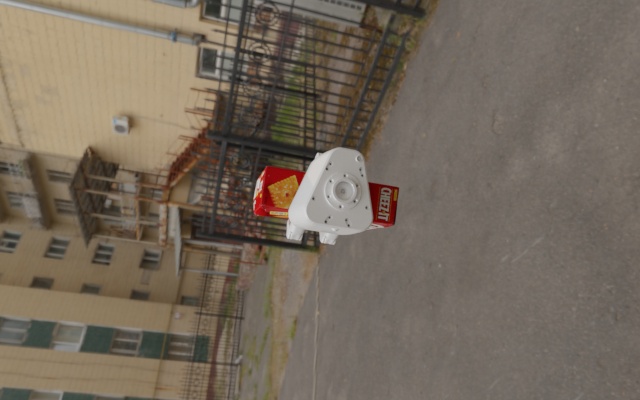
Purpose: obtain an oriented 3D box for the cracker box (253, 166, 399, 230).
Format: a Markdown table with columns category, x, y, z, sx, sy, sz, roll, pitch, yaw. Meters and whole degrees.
| category | x | y | z | sx | sy | sz | roll | pitch | yaw |
| --- | --- | --- | --- | --- | --- | --- | --- | --- | --- |
| cracker box | 0.000 | 0.002 | 0.802 | 0.214 | 0.072 | 0.164 | 9 | -7 | -12 |
